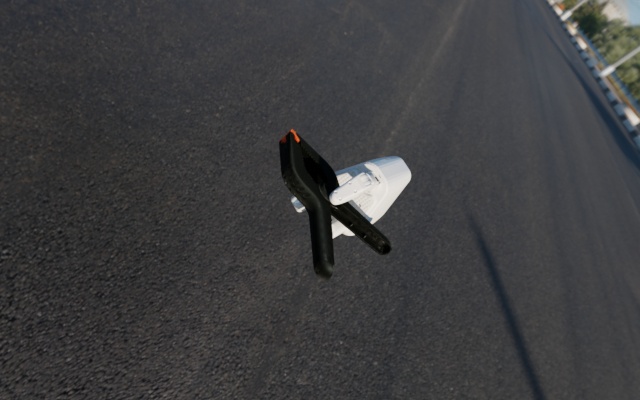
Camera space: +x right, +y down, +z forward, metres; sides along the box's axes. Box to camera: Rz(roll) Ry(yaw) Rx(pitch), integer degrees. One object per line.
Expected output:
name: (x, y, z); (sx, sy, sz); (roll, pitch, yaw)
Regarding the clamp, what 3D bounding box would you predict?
clamp: (0.000, 0.001, 0.615); (0.036, 0.210, 0.164); (-38, -9, 31)
